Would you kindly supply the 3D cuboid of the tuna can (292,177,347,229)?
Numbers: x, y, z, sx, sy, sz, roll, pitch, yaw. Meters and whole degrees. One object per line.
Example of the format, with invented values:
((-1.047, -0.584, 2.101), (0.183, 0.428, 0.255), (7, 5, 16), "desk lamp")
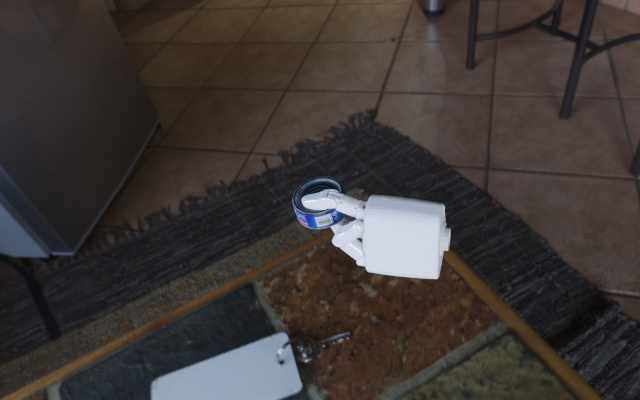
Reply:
((0.000, 0.002, 0.746), (0.086, 0.086, 0.034), (0, -44, 19), "tuna can")
